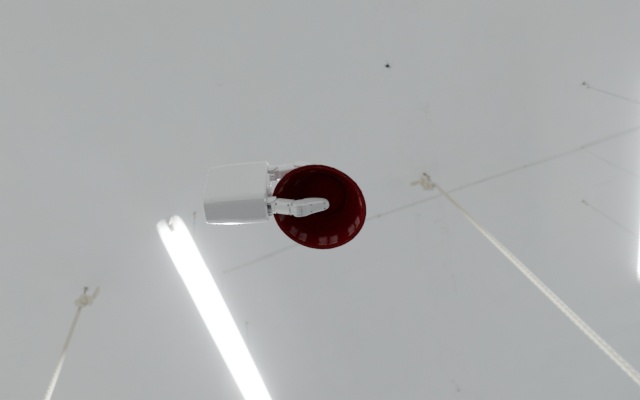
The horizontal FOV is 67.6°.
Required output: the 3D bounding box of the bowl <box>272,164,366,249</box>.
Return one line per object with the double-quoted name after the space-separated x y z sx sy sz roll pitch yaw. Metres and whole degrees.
0.001 0.003 0.823 0.162 0.162 0.055 0 27 10 "bowl"
